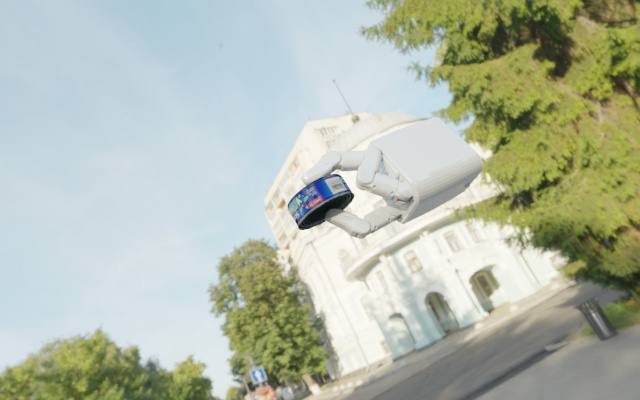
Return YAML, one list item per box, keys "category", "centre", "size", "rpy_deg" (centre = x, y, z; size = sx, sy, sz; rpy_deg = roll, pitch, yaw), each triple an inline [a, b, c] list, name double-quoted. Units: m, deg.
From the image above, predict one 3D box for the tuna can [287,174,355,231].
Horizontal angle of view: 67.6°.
- category: "tuna can"
  centre: [0.000, 0.002, 0.625]
  size: [0.086, 0.033, 0.086]
  rpy_deg: [-29, -16, -9]
